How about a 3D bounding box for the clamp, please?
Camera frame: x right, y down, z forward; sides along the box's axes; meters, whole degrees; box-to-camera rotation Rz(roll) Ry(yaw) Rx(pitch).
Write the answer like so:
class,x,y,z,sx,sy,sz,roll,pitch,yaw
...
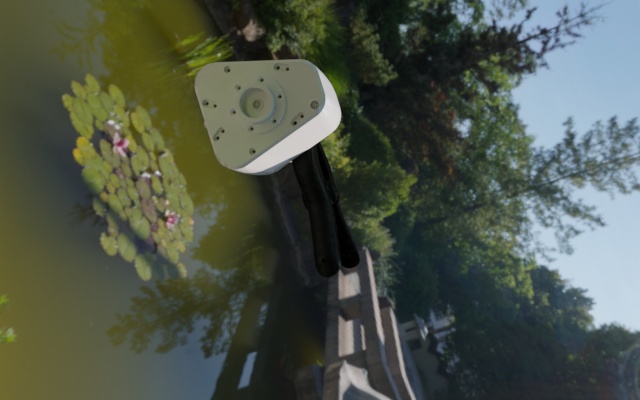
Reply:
class,x,y,z,sx,sy,sz,roll,pitch,yaw
clamp,0.001,0.001,0.506,0.039,0.171,0.120,-20,1,8
